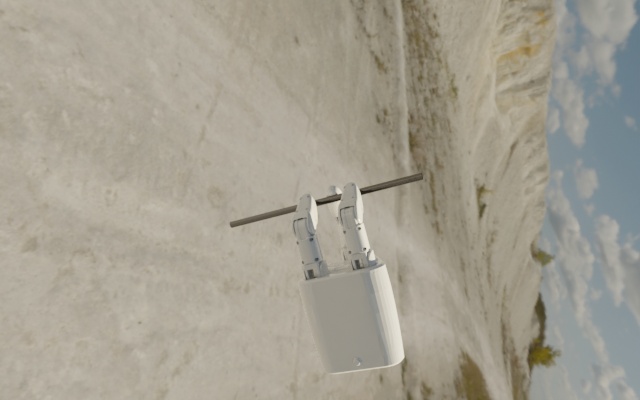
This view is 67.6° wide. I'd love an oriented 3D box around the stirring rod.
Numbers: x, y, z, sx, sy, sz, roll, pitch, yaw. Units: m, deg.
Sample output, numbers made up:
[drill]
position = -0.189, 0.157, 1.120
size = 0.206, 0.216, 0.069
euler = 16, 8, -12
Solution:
[stirring rod]
position = 0.000, 0.002, 0.558
size = 0.239, 0.011, 0.011
euler = -14, -5, 18
